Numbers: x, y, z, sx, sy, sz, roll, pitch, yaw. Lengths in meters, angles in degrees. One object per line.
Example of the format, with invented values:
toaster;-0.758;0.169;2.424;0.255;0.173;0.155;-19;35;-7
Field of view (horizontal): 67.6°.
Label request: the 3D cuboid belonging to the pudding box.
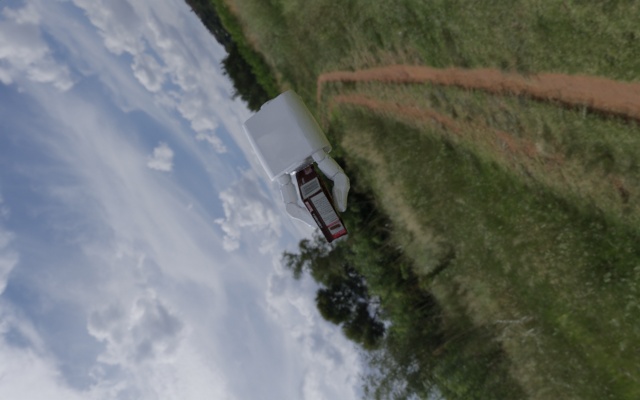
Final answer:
pudding box;0.000;0.003;0.761;0.039;0.090;0.113;-29;25;7
